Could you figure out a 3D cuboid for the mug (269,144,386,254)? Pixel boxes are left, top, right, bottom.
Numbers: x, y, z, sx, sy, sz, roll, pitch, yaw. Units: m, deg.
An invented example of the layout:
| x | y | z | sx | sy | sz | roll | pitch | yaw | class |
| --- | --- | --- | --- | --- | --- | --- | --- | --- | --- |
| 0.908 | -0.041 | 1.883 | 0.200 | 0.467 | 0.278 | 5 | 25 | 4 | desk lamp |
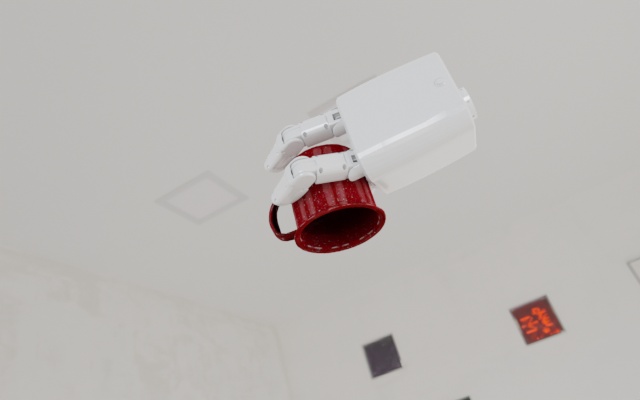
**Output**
| x | y | z | sx | sy | sz | roll | pitch | yaw | class |
| --- | --- | --- | --- | --- | --- | --- | --- | --- | --- |
| -0.001 | 0.002 | 0.493 | 0.117 | 0.081 | 0.093 | -24 | -32 | 13 | mug |
